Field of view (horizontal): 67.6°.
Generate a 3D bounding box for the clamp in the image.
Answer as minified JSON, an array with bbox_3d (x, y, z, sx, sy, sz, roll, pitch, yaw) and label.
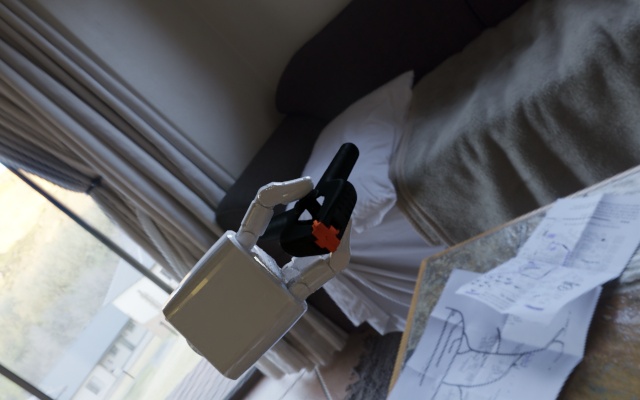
[{"bbox_3d":[-0.001,0.001,0.510,0.036,0.164,0.210,44,-2,-14],"label":"clamp"}]
